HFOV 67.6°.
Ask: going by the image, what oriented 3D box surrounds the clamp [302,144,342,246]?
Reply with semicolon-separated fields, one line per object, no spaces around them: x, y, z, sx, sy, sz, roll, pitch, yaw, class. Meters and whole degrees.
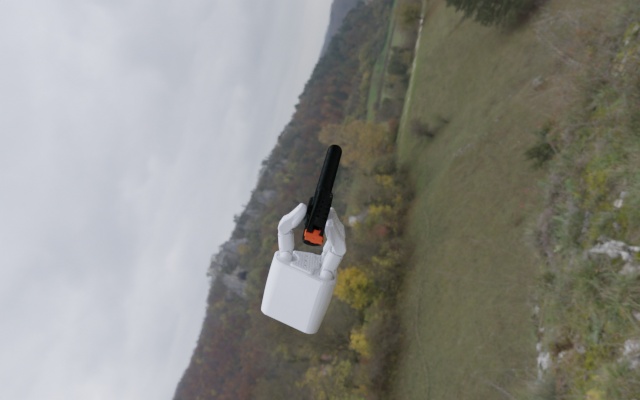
-0.001;0.003;0.772;0.036;0.164;0.210;17;18;-4;clamp
